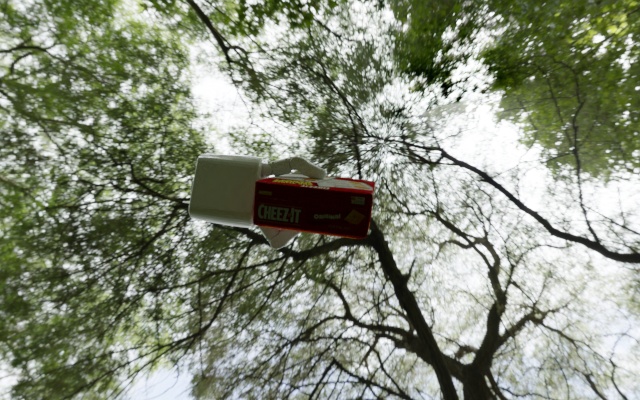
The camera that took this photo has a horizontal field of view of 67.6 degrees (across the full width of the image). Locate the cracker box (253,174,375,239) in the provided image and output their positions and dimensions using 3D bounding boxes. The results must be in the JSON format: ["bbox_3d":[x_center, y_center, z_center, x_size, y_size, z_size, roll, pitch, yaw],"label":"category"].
[{"bbox_3d":[0.000,0.002,0.753,0.164,0.072,0.213,6,7,7],"label":"cracker box"}]
